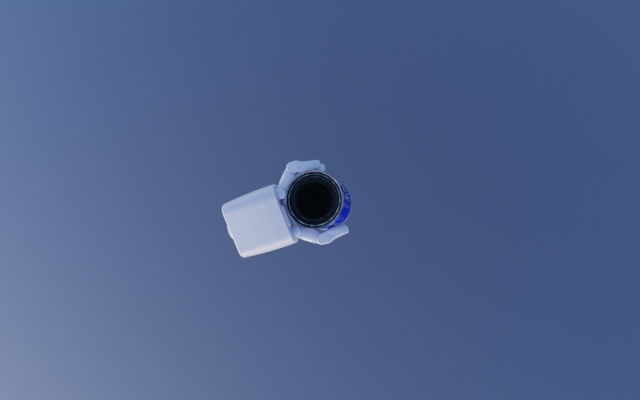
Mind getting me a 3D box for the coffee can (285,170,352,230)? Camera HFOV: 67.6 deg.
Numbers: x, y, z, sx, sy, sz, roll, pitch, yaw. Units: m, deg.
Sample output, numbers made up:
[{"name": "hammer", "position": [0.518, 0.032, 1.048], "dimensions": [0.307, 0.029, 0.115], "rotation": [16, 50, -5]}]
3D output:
[{"name": "coffee can", "position": [0.000, 0.003, 0.882], "dimensions": [0.103, 0.103, 0.140], "rotation": [0, -4, 10]}]
